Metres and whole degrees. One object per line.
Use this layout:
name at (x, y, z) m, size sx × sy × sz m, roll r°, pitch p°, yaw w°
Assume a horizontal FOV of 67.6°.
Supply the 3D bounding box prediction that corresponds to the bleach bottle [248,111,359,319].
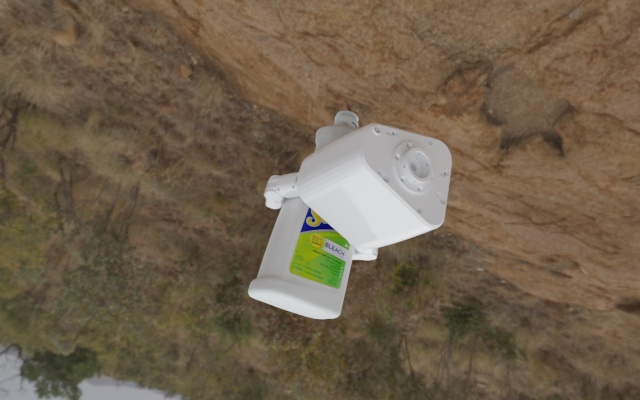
bleach bottle at (0.000, 0.002, 0.555) m, size 0.102 × 0.250 × 0.068 m, roll 26°, pitch -26°, yaw -25°
